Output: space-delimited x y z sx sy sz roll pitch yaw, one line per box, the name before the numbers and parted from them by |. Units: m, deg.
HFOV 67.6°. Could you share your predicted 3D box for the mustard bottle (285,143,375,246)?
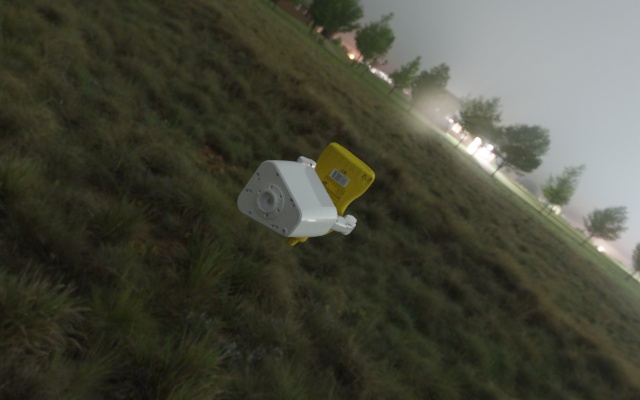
mustard bottle | 0.000 0.002 0.817 0.096 0.192 0.058 37 17 -2
